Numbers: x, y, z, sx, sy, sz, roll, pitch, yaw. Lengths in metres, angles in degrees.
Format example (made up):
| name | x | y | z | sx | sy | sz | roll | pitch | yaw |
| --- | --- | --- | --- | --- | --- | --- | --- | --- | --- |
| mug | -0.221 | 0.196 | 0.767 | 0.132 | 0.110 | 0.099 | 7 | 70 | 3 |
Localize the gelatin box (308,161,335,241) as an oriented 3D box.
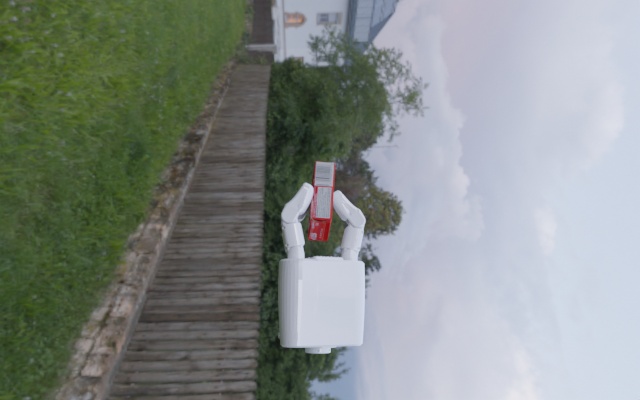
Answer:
| name | x | y | z | sx | sy | sz | roll | pitch | yaw |
| --- | --- | --- | --- | --- | --- | --- | --- | --- | --- |
| gelatin box | 0.001 | 0.002 | 0.654 | 0.030 | 0.089 | 0.073 | 5 | -25 | -2 |
